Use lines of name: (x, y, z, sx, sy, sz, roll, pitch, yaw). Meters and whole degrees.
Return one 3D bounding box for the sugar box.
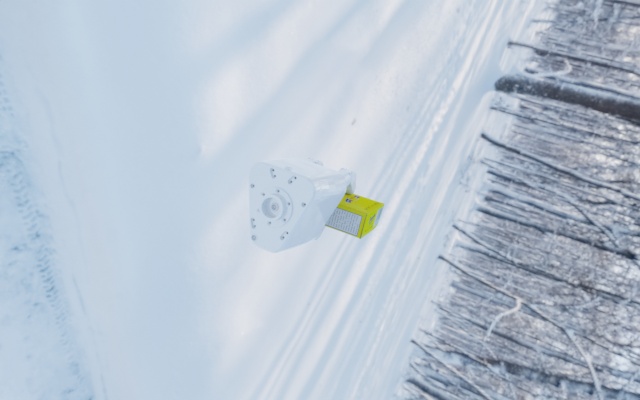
sugar box: (0.000, 0.002, 0.731, 0.176, 0.048, 0.093, 21, 16, 18)
